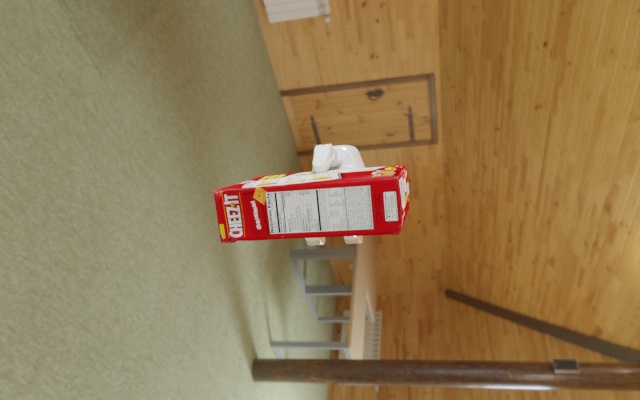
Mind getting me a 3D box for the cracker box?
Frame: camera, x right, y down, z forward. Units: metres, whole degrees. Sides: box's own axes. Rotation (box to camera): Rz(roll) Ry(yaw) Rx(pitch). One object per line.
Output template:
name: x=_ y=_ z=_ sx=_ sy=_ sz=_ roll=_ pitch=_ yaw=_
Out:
cracker box: x=0.000 y=0.002 z=0.601 sx=0.214 sy=0.072 sz=0.164 roll=-4 pitch=8 yaw=13
